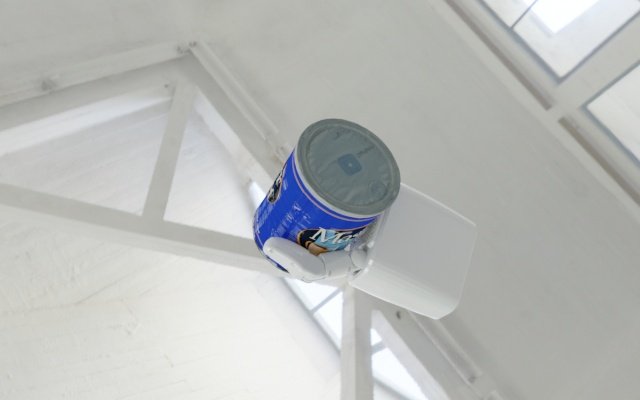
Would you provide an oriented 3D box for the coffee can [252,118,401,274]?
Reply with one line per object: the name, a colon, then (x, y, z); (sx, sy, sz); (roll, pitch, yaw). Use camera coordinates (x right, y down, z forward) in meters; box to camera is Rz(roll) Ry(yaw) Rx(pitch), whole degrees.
coffee can: (0.000, 0.001, 0.478); (0.103, 0.102, 0.140); (0, -29, -26)
